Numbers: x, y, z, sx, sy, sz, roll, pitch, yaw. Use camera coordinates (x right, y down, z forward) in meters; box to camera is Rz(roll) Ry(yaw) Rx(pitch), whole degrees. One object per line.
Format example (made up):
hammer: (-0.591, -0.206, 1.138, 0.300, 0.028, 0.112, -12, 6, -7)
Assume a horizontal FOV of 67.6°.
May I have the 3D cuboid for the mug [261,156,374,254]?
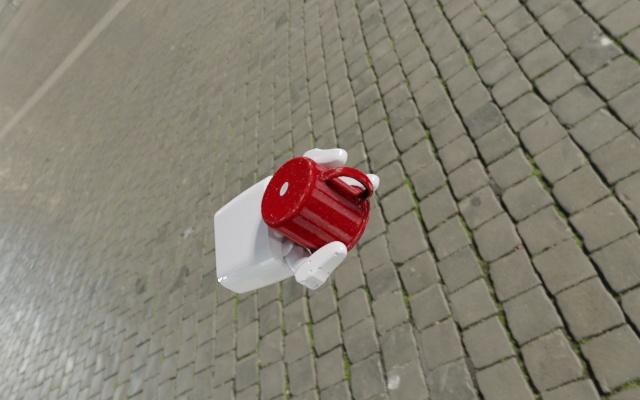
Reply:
mug: (0.001, 0.001, 0.496, 0.117, 0.093, 0.081, -29, -47, 35)
